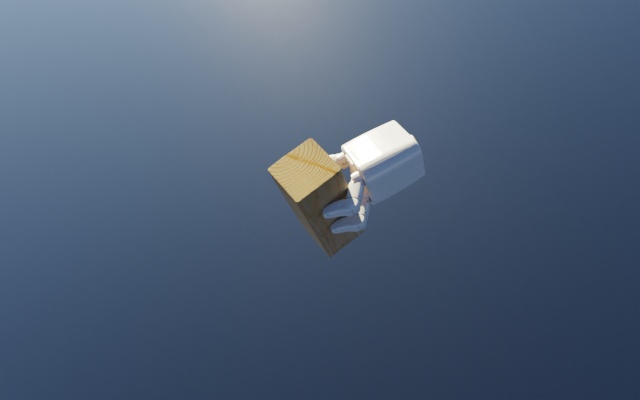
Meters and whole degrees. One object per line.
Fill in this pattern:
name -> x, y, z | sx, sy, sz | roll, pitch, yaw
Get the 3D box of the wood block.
wood block -> 0.000, 0.002, 0.827 | 0.090, 0.090, 0.206 | -37, -34, -7
